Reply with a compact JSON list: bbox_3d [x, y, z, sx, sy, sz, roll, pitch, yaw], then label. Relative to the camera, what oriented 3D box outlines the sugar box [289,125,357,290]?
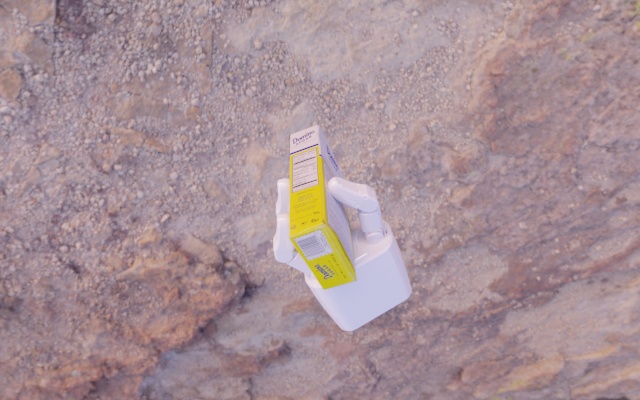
[{"bbox_3d":[0.000,0.002,0.542,0.048,0.093,0.176,-20,39,11],"label":"sugar box"}]
